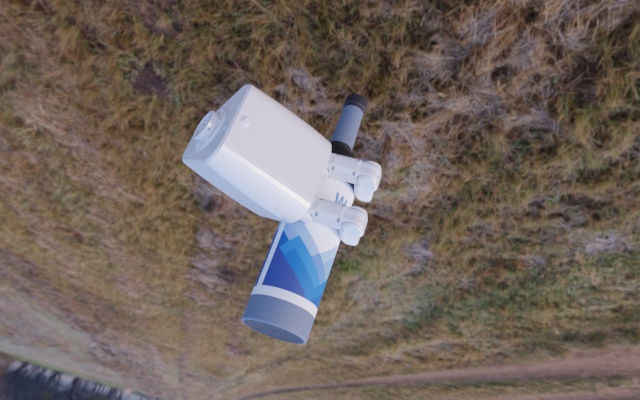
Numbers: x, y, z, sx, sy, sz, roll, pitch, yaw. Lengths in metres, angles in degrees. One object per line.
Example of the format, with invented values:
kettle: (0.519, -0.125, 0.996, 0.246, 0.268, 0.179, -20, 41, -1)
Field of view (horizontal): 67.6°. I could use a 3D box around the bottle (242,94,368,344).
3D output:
bottle: (0.000, 0.002, 0.522, 0.069, 0.295, 0.069, 16, -26, 8)
